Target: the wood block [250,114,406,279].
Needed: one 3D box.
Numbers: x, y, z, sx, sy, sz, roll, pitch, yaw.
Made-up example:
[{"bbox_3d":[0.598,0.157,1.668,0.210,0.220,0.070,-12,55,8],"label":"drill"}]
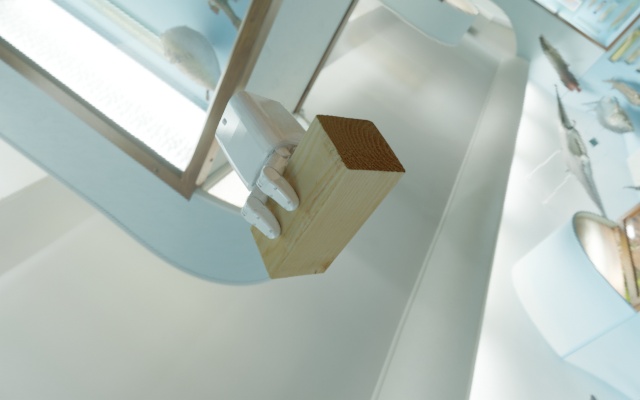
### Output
[{"bbox_3d":[0.000,0.002,0.602,0.091,0.090,0.206,-1,-40,-37],"label":"wood block"}]
